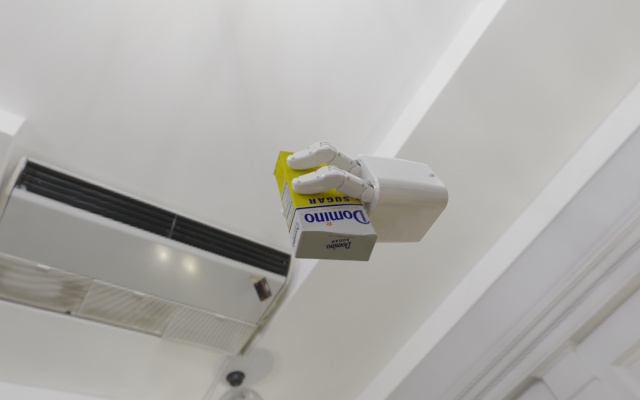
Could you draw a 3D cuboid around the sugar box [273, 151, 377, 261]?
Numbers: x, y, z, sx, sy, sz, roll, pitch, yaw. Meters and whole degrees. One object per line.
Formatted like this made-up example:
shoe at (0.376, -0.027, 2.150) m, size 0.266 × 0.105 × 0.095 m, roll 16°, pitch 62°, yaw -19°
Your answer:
sugar box at (0.000, 0.001, 0.600) m, size 0.093 × 0.048 × 0.176 m, roll 4°, pitch 32°, yaw -19°
